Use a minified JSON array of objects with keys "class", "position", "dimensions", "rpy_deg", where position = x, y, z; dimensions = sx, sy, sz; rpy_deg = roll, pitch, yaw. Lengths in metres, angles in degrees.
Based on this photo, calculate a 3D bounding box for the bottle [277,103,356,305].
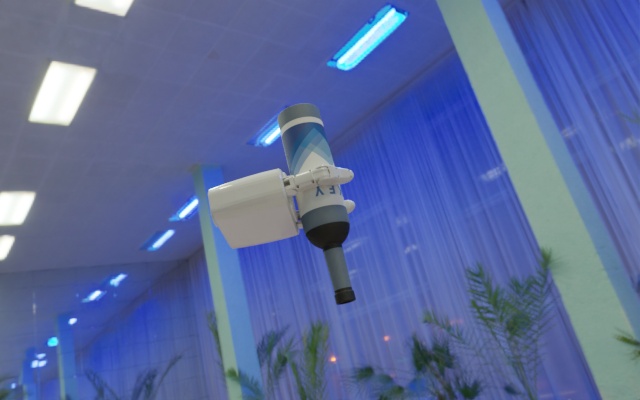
[{"class":"bottle","position":[0.000,0.002,0.688],"dimensions":[0.069,0.295,0.069],"rpy_deg":[-13,-20,-5]}]
